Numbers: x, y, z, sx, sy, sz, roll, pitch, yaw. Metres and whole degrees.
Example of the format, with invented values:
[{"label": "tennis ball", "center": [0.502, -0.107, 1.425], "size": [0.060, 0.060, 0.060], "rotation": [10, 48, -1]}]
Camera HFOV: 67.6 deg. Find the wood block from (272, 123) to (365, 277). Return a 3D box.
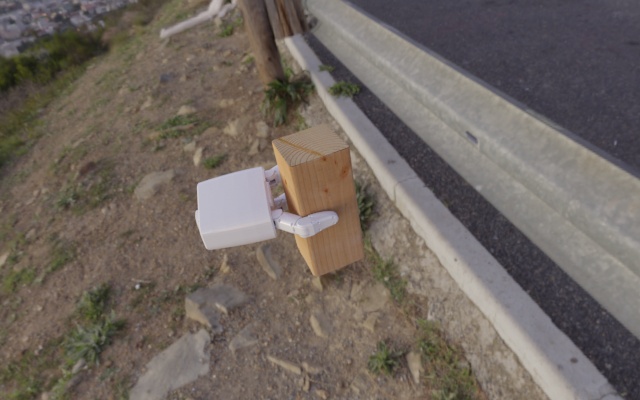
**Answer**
[{"label": "wood block", "center": [0.000, 0.003, 0.732], "size": [0.090, 0.206, 0.090], "rotation": [-20, 36, -12]}]
